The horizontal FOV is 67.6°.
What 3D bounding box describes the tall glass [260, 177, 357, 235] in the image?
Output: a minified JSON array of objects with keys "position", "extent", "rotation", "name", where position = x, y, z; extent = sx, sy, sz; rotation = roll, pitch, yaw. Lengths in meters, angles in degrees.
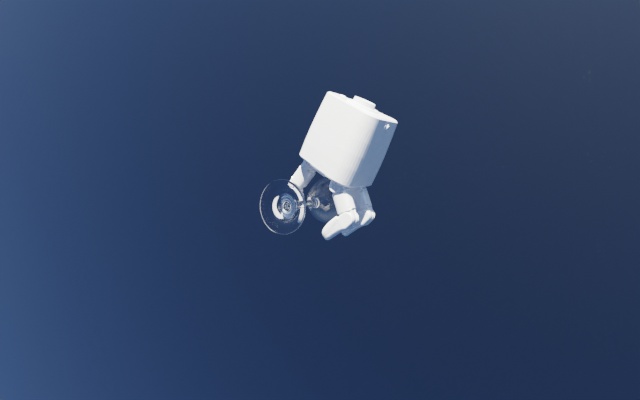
[{"position":[0.000,0.002,0.719],"extent":[0.079,0.079,0.201],"rotation":[0,3,31],"name":"tall glass"}]
